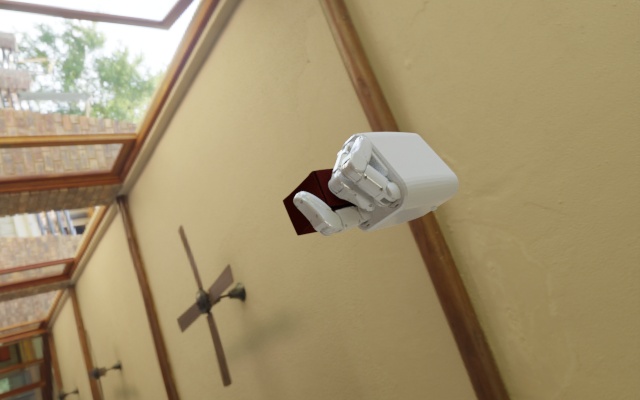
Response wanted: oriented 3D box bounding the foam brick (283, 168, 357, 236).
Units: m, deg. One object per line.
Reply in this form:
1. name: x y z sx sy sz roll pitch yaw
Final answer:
1. foam brick: 0.000 0.002 0.587 0.051 0.053 0.078 -9 -21 -39
